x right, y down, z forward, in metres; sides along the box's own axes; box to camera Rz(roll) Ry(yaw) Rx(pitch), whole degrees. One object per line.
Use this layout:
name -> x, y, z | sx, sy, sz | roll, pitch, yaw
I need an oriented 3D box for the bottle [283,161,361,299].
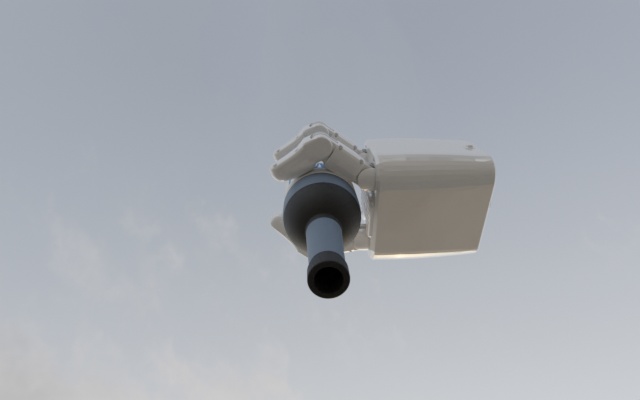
bottle -> 0.000, 0.001, 0.437 | 0.069, 0.069, 0.295 | 0, 19, -2
